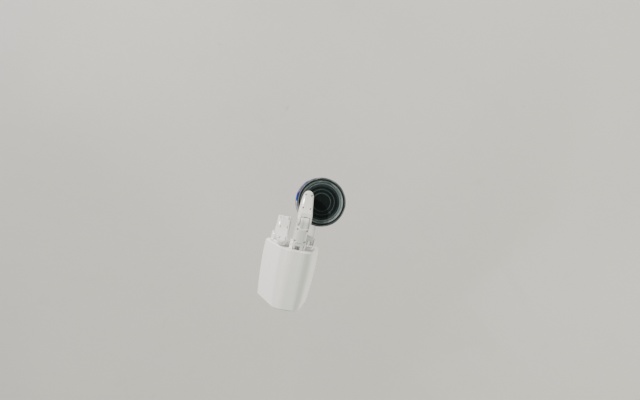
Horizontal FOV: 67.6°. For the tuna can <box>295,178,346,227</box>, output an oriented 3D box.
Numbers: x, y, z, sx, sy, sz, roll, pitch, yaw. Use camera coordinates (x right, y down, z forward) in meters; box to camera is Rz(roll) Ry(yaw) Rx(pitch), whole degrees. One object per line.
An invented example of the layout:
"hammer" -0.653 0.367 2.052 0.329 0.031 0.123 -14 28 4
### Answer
"tuna can" 0.000 0.003 0.828 0.086 0.086 0.034 0 1 -7
